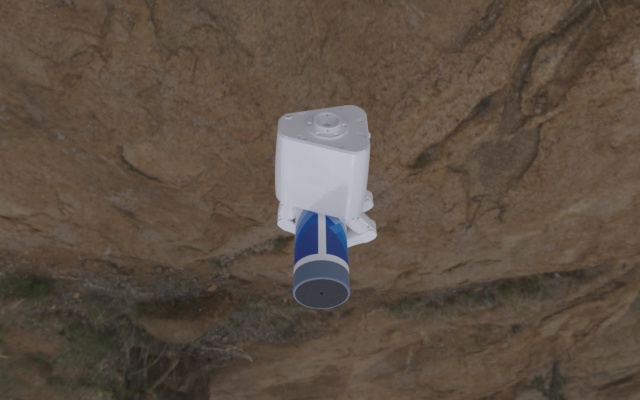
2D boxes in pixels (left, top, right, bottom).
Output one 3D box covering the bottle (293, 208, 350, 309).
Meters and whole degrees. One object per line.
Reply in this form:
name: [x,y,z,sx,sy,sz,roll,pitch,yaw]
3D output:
bottle: [0.000,0.002,0.654,0.069,0.295,0.069,0,-44,0]
